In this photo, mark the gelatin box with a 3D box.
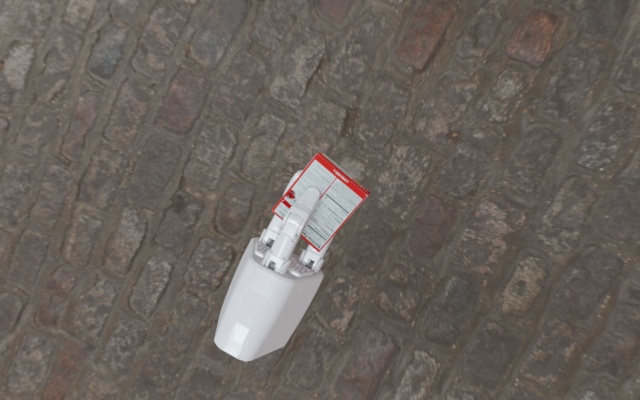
[{"bbox_3d":[0.000,0.002,0.540,0.073,0.089,0.030,40,13,4],"label":"gelatin box"}]
